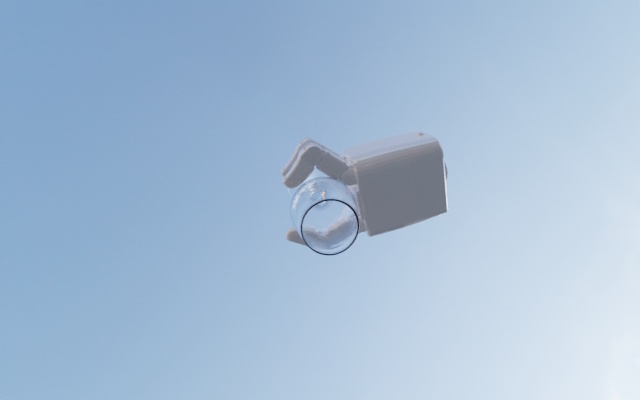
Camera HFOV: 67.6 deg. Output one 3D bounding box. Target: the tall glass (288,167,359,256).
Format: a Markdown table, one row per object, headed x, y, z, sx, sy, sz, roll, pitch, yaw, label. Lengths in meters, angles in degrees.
| x | y | z | sx | sy | sz | roll | pitch | yaw | label |
| --- | --- | --- | --- | --- | --- | --- | --- | --- | --- |
| 0.000 | 0.002 | 0.587 | 0.079 | 0.079 | 0.201 | 0 | 16 | -6 | tall glass |
